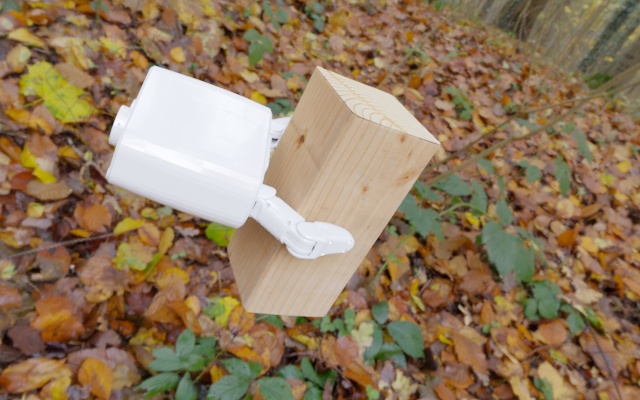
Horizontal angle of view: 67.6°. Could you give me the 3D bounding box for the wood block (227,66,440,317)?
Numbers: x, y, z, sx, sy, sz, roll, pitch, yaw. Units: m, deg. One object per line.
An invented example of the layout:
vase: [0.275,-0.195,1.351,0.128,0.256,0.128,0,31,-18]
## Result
wood block: [0.000,0.001,0.434,0.090,0.206,0.090,12,31,-32]
